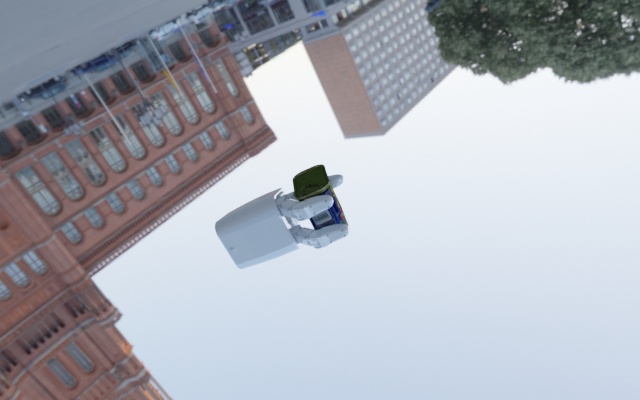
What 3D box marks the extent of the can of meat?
[{"bbox_3d":[0.000,0.003,0.752,0.057,0.084,0.102,-24,24,4],"label":"can of meat"}]
